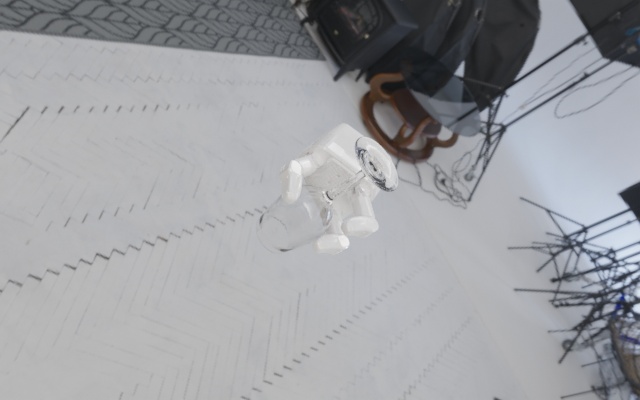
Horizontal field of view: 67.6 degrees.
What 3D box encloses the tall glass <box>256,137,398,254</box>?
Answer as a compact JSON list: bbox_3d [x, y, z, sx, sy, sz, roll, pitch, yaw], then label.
[{"bbox_3d":[0.000,0.002,0.617,0.201,0.079,0.079,-34,-21,35],"label":"tall glass"}]
